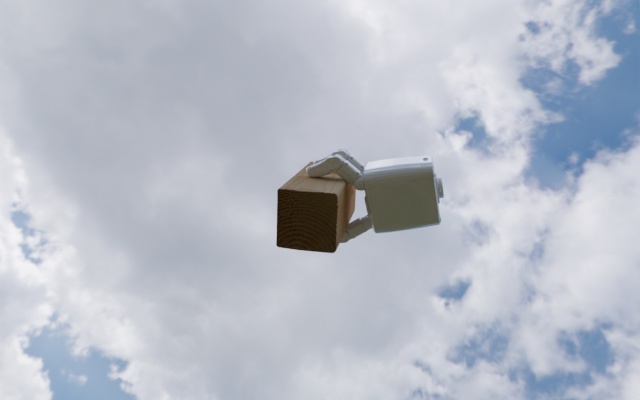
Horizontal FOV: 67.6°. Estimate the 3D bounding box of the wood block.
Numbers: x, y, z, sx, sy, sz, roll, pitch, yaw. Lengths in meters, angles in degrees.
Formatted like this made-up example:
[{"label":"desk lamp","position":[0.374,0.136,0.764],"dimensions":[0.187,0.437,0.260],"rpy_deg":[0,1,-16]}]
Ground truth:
[{"label":"wood block","position":[0.001,0.003,0.769],"dimensions":[0.090,0.091,0.206],"rpy_deg":[5,16,11]}]
